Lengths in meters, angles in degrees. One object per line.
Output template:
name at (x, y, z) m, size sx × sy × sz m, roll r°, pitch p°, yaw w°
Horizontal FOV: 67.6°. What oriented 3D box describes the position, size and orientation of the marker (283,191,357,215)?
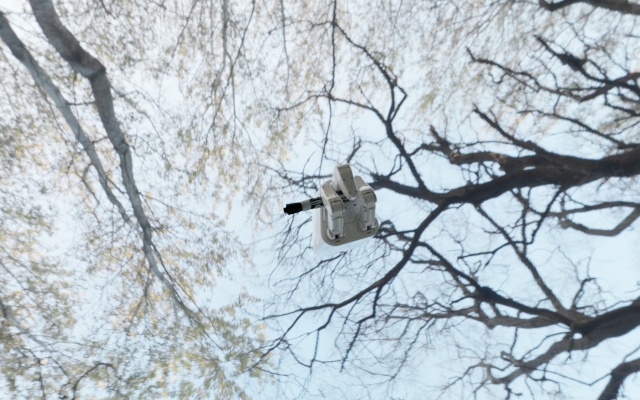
marker at (0.000, 0.002, 0.750) m, size 0.121 × 0.020 × 0.020 m, roll -13°, pitch 3°, yaw -15°
